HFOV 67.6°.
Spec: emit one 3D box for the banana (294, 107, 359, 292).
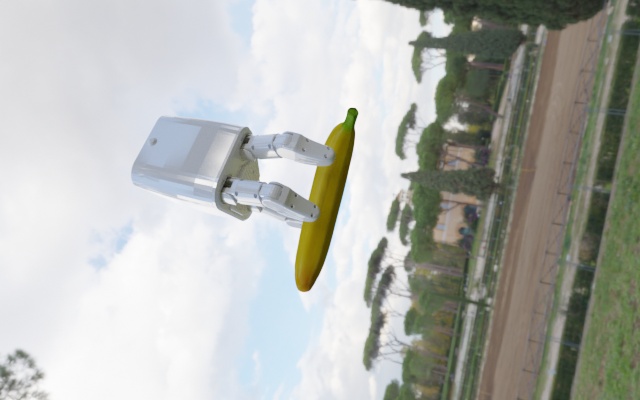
[{"bbox_3d":[0.003,-0.001,0.520,0.037,0.198,0.069,14,-1,8],"label":"banana"}]
